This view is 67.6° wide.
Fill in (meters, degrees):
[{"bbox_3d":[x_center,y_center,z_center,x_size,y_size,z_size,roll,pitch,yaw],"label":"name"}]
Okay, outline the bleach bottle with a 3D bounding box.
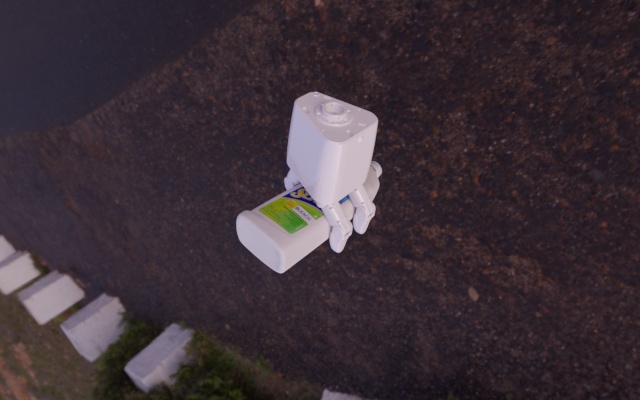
[{"bbox_3d":[0.000,0.002,0.725,0.102,0.068,0.250,36,51,25],"label":"bleach bottle"}]
